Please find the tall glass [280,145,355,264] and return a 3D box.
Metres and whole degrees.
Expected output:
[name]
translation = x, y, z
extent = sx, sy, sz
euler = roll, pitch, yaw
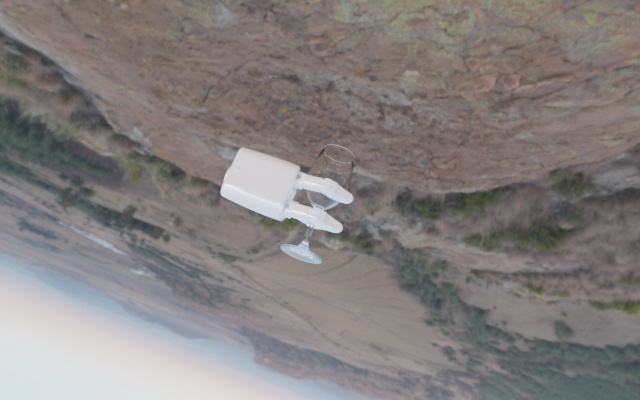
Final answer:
[tall glass]
translation = 0.000, 0.003, 0.828
extent = 0.079, 0.201, 0.079
euler = 18, -21, 7
